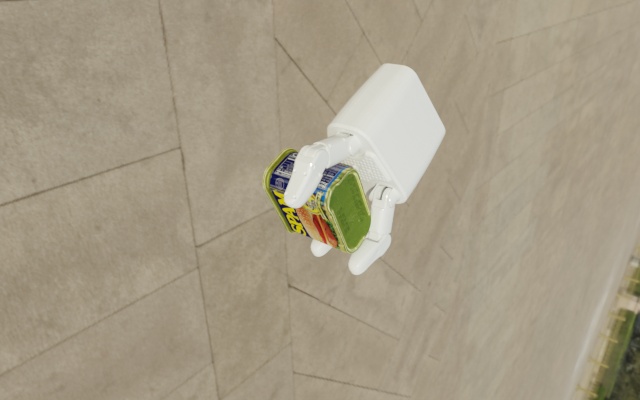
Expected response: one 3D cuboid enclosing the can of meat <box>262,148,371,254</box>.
[{"bbox_3d":[0.000,0.002,0.496,0.084,0.057,0.102,19,-32,35],"label":"can of meat"}]
